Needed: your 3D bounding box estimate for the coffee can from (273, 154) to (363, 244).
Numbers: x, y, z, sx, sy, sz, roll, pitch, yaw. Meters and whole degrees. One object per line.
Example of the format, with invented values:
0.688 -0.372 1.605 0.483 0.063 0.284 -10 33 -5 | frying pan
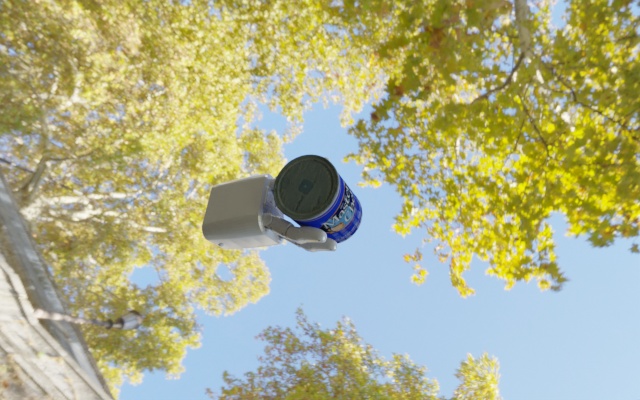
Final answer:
0.000 0.002 0.756 0.103 0.102 0.140 0 -20 20 | coffee can
